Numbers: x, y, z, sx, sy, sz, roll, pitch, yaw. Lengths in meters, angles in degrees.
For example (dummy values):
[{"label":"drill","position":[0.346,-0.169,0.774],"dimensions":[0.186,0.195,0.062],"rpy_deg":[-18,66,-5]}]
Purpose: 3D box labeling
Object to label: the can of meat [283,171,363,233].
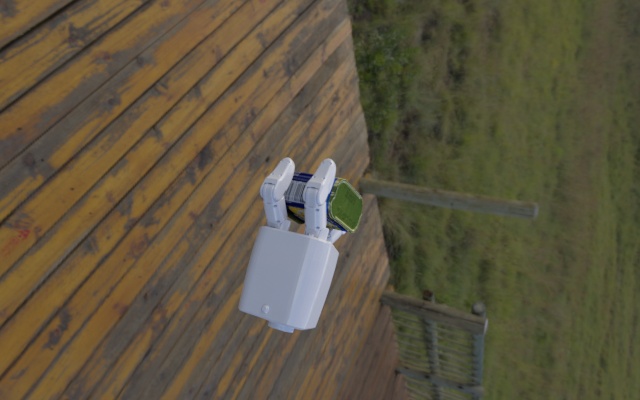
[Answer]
[{"label":"can of meat","position":[0.000,0.002,0.622],"dimensions":[0.084,0.057,0.102],"rpy_deg":[11,-14,28]}]
